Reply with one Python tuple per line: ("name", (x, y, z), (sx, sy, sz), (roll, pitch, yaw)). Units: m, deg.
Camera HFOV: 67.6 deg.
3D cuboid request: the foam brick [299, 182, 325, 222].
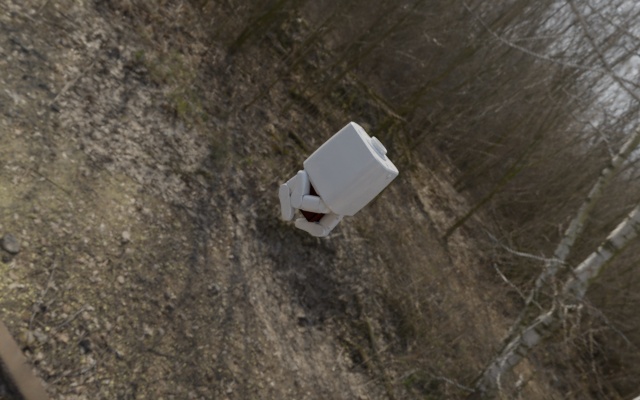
("foam brick", (0.000, 0.003, 0.809), (0.051, 0.053, 0.078), (-41, -19, 17))
